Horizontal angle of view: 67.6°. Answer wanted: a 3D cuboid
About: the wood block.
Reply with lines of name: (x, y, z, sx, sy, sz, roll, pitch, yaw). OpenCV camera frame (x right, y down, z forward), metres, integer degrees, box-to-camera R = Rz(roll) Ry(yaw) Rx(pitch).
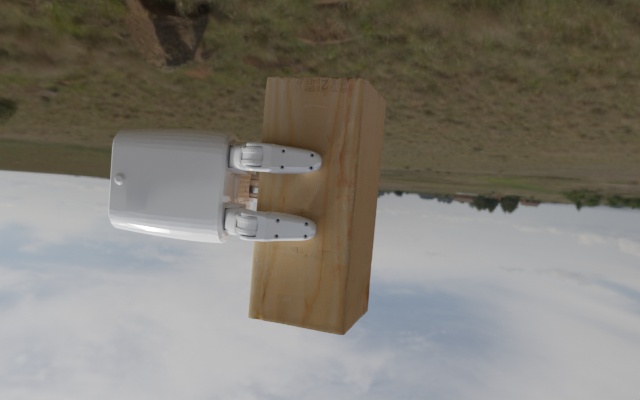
wood block: (0.000, 0.002, 0.434, 0.090, 0.206, 0.091, 6, 2, 18)
